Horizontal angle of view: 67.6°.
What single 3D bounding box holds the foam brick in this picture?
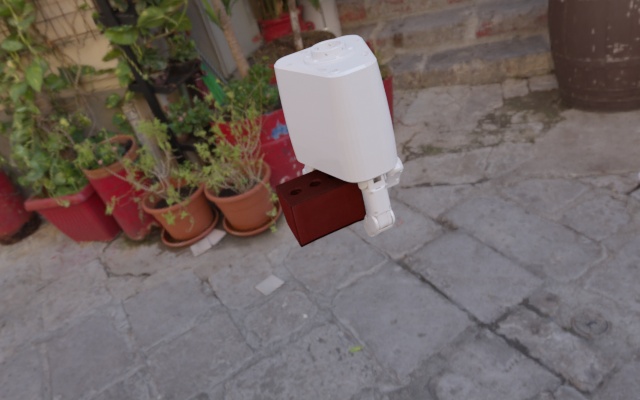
[{"bbox_3d":[0.000,0.002,0.500,0.078,0.051,0.053,-24,34,-12],"label":"foam brick"}]
